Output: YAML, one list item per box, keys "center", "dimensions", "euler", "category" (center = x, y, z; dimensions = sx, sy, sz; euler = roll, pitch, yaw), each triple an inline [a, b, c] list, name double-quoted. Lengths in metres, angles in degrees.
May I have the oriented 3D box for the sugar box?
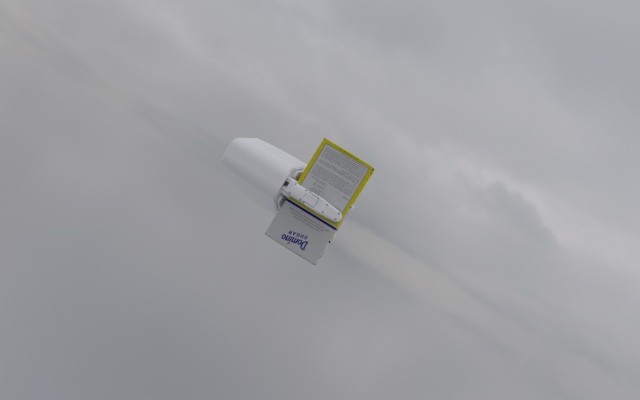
- center: [0.000, 0.002, 0.744]
  dimensions: [0.093, 0.176, 0.048]
  euler: [32, -2, 8]
  category: "sugar box"
